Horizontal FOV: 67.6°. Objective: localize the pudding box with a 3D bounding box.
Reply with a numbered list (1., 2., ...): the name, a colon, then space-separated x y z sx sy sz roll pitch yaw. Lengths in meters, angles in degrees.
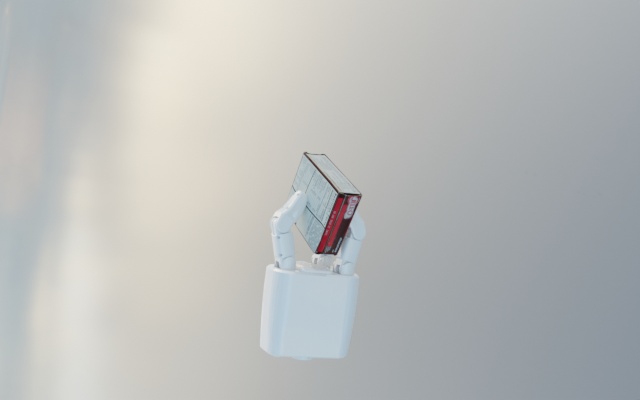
1. pudding box: 0.000 0.002 0.609 0.039 0.090 0.113 5 29 -33
